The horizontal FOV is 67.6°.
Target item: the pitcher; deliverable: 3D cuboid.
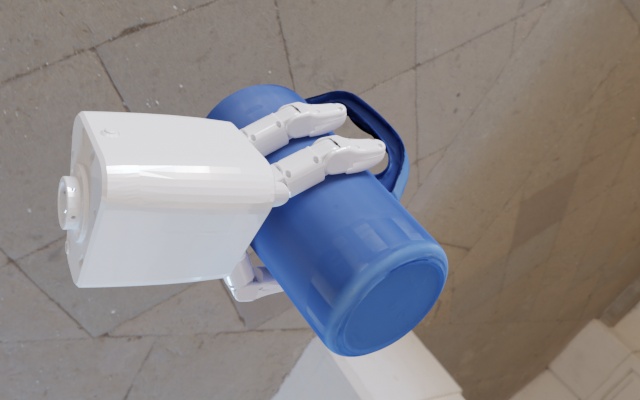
[{"bbox_3d":[0.000,0.001,0.412,0.145,0.149,0.242,0,34,-37],"label":"pitcher"}]
